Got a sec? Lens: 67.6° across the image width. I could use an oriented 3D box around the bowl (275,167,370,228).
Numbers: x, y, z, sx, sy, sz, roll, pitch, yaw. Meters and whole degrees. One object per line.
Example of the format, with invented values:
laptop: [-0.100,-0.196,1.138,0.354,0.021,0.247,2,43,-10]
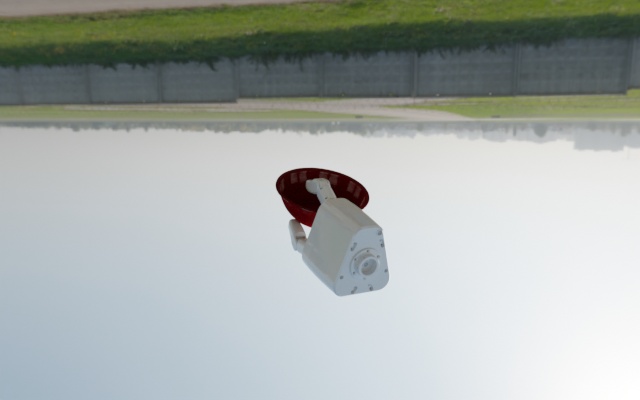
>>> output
bowl: [0.000,0.002,0.822,0.162,0.055,0.162,8,30,-5]
